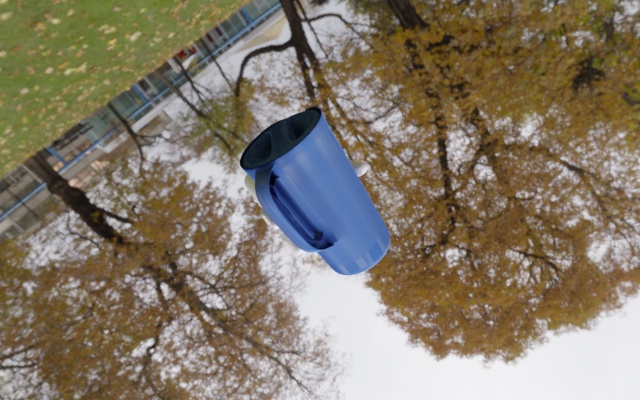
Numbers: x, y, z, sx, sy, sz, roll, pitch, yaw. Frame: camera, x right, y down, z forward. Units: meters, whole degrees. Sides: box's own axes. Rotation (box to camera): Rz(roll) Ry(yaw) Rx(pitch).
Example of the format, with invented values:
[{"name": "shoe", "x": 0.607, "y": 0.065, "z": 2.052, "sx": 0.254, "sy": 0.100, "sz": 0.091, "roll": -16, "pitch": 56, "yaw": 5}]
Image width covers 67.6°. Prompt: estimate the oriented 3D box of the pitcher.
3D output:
[{"name": "pitcher", "x": 0.000, "y": 0.002, "z": 0.692, "sx": 0.149, "sy": 0.243, "sz": 0.145, "roll": -40, "pitch": 28, "yaw": -9}]
